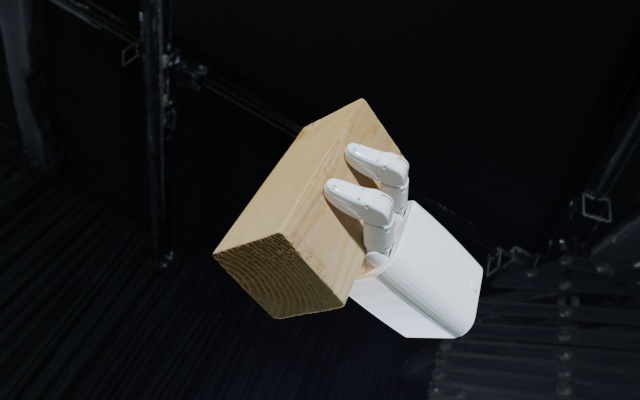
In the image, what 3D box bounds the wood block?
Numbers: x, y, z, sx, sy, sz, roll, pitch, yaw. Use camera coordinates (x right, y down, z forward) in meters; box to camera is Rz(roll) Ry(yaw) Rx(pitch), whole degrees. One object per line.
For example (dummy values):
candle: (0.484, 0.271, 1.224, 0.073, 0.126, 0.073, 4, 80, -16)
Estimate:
wood block: (0.000, 0.002, 0.468, 0.091, 0.090, 0.206, -21, 27, 39)
